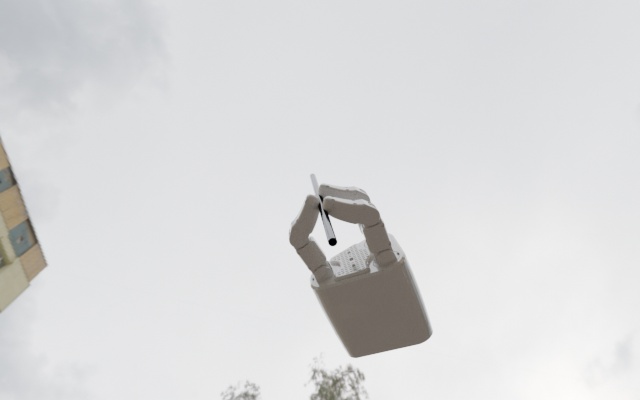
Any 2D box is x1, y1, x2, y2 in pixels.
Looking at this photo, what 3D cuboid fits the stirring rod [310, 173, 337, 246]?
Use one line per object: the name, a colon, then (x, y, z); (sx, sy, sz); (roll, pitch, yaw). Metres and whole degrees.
stirring rod: (0.000, 0.002, 0.525); (0.011, 0.011, 0.239); (0, 16, -5)
